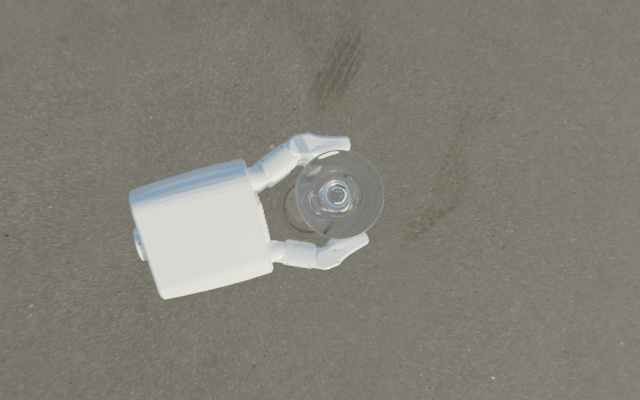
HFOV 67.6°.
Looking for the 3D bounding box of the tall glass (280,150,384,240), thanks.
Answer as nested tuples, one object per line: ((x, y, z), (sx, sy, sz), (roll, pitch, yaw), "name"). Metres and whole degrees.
((0.000, 0.002, 0.489), (0.079, 0.079, 0.201), (0, -4, -9), "tall glass")
